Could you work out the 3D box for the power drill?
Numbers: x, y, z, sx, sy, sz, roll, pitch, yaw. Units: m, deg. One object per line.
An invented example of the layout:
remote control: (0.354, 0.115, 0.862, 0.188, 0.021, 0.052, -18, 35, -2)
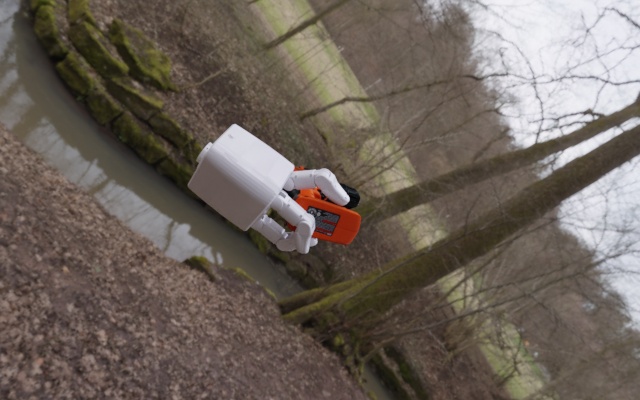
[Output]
power drill: (0.000, 0.003, 0.759, 0.184, 0.057, 0.187, 15, 16, -19)
